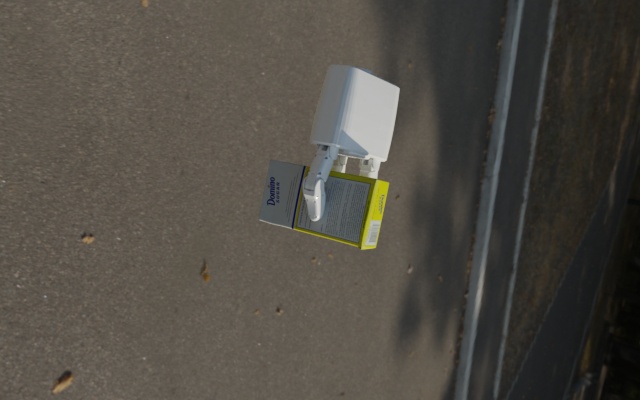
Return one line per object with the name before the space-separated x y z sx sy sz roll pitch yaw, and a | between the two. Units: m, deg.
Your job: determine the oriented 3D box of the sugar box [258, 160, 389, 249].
sugar box | 0.001 0.002 0.664 0.176 0.093 0.048 14 3 34
